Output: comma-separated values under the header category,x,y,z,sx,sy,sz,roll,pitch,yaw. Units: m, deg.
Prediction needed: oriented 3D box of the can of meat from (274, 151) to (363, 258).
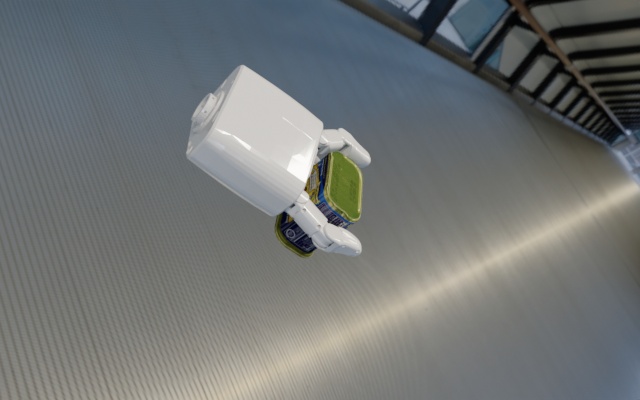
category,x,y,z,sx,sy,sz,roll,pitch,yaw
can of meat,0.000,0.002,0.543,0.057,0.102,0.084,37,-54,-24
